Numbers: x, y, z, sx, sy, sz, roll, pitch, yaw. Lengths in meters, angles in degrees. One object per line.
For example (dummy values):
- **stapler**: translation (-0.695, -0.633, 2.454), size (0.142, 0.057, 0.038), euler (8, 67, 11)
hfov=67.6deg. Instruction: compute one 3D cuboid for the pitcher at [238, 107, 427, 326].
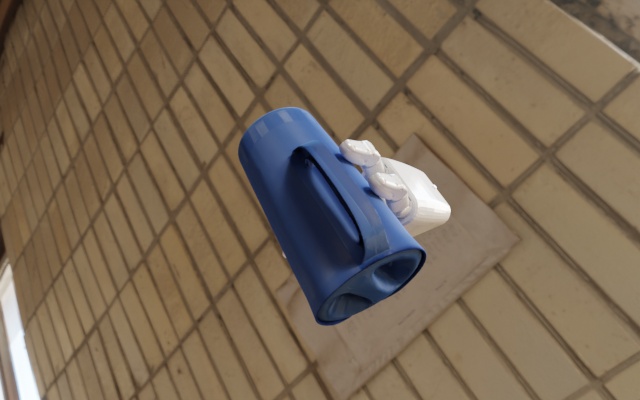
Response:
- **pitcher**: translation (0.000, 0.002, 0.539), size (0.145, 0.242, 0.149), euler (8, -49, -50)
